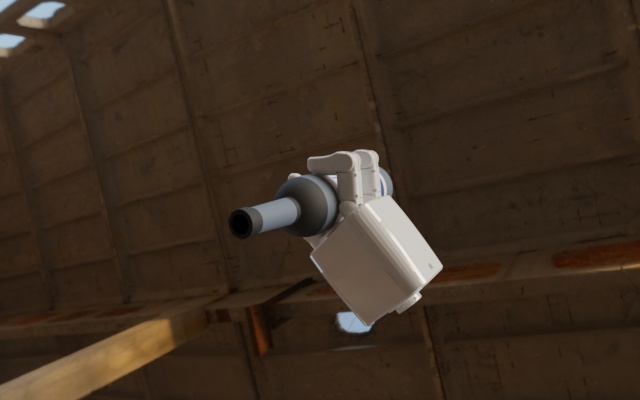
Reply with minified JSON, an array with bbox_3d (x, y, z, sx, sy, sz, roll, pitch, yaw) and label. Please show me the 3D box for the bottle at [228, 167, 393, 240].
[{"bbox_3d":[0.000,0.002,0.545,0.069,0.069,0.295,0,7,29],"label":"bottle"}]
